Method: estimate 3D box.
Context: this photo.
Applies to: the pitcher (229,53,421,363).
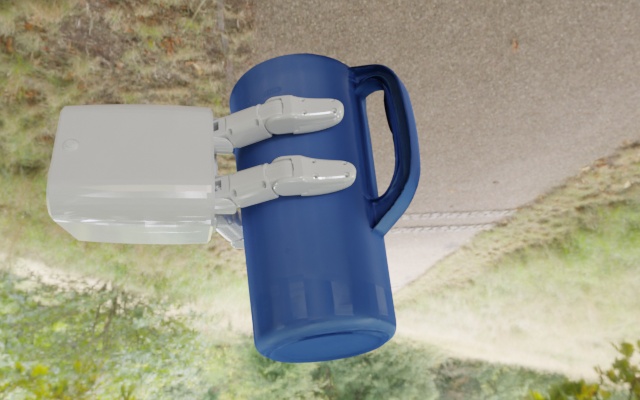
[{"bbox_3d":[0.000,0.001,0.406,0.145,0.242,0.149,0,-30,-15],"label":"pitcher"}]
